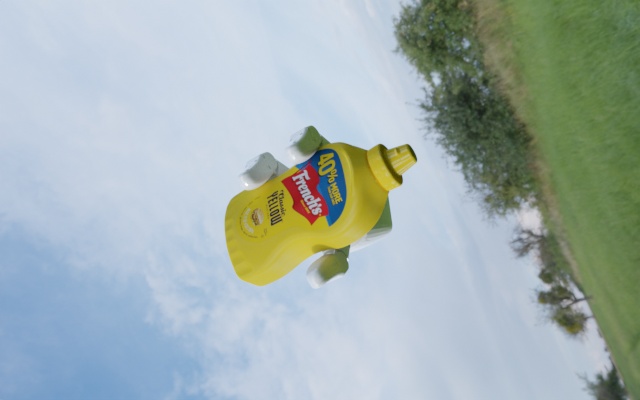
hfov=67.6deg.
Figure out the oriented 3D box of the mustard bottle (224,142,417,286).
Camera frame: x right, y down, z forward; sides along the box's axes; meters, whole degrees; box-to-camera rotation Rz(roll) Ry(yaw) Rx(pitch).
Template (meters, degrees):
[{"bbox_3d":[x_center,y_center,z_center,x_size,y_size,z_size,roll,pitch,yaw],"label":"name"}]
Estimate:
[{"bbox_3d":[0.000,0.001,0.437,0.192,0.096,0.058,-28,-37,23],"label":"mustard bottle"}]
